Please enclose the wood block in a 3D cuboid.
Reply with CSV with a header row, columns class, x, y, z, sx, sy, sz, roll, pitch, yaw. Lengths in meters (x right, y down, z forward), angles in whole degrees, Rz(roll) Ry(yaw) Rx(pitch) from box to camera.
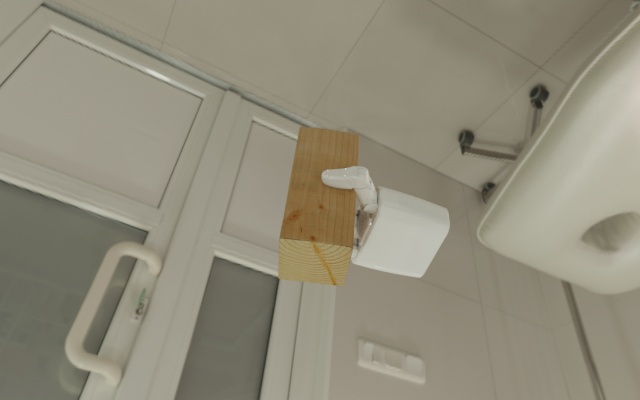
class,x,y,z,sx,sy,sz,roll,pitch,yaw
wood block,0.001,0.002,0.659,0.090,0.206,0.091,7,-42,-1
